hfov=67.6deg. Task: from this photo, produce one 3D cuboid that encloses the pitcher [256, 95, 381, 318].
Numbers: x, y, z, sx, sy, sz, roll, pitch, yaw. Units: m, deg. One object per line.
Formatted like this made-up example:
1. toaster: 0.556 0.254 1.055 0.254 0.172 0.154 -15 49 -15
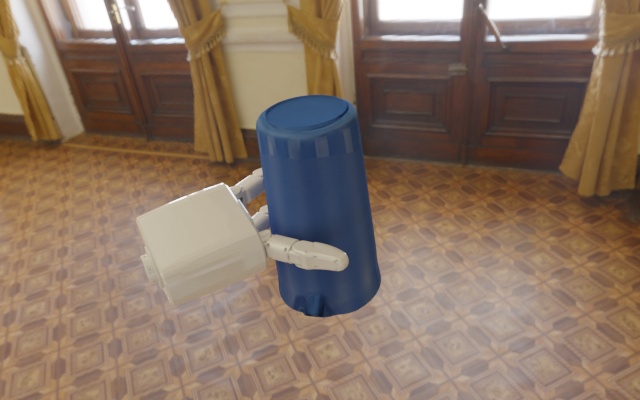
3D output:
1. pitcher: 0.000 0.002 0.568 0.145 0.243 0.149 -23 35 -23
